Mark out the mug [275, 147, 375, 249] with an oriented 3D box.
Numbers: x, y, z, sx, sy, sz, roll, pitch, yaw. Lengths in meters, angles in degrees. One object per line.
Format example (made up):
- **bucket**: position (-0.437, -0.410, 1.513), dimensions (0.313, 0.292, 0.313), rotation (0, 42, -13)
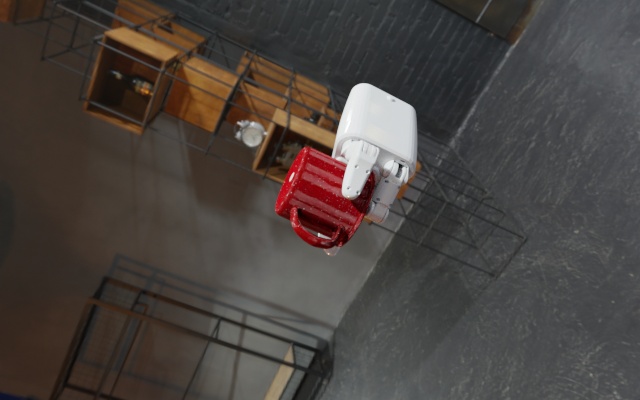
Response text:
- **mug**: position (0.000, 0.003, 0.515), dimensions (0.081, 0.117, 0.093), rotation (24, -43, -11)
